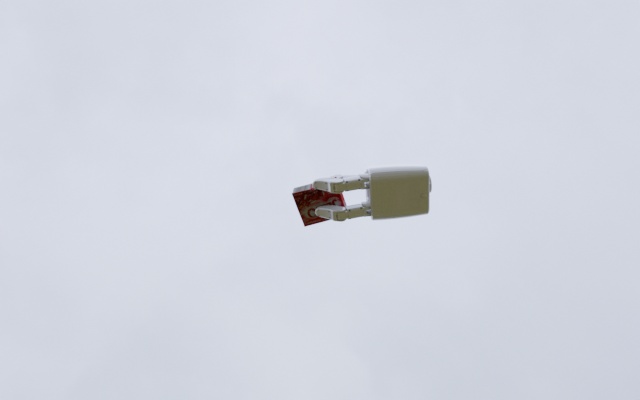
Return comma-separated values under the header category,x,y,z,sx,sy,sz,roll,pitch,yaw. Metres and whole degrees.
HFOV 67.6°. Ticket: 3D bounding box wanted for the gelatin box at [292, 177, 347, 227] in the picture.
category,x,y,z,sx,sy,sz,roll,pitch,yaw
gelatin box,0.000,0.003,0.894,0.089,0.073,0.030,-14,24,13
